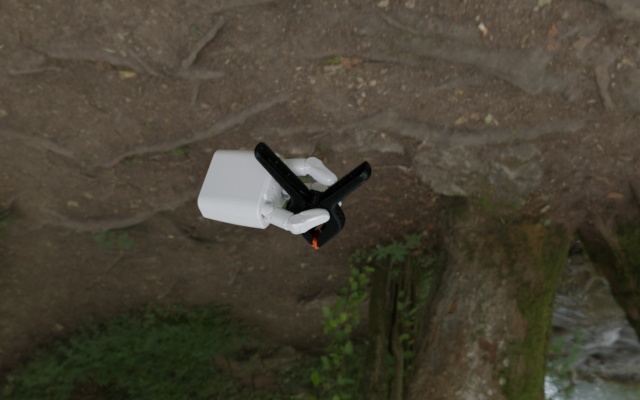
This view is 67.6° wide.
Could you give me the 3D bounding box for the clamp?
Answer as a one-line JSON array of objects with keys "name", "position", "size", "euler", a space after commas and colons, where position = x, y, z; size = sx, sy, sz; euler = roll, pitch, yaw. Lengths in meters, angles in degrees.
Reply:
[{"name": "clamp", "position": [0.000, 0.003, 0.709], "size": [0.164, 0.036, 0.210], "euler": [8, -39, 18]}]
